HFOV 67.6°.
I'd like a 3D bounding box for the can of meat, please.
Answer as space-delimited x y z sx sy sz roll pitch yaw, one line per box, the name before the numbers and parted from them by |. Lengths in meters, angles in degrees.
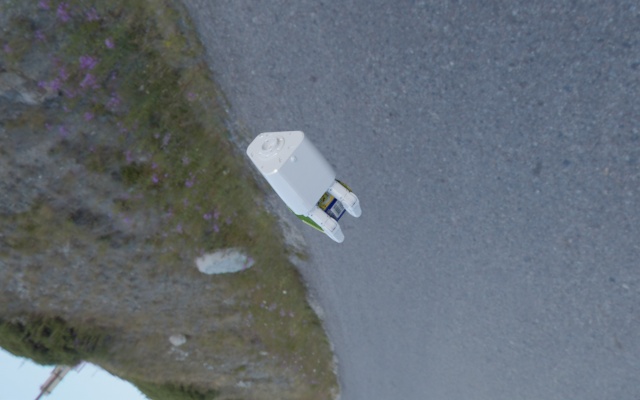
can of meat | 0.000 0.003 0.864 0.102 0.084 0.057 25 -19 41
